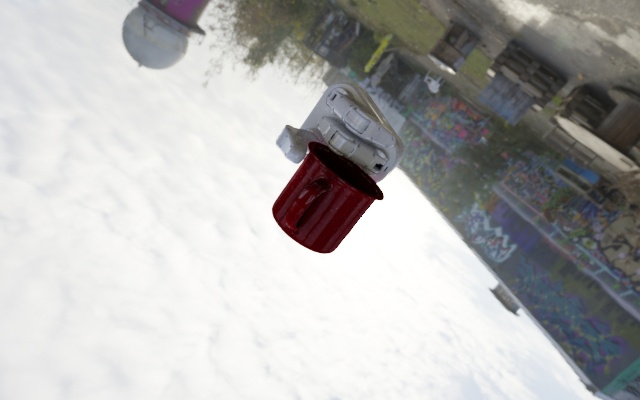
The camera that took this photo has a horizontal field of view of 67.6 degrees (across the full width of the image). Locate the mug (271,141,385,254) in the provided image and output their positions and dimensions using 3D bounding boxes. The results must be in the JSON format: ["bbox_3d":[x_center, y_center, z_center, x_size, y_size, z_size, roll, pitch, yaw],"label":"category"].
[{"bbox_3d":[0.000,0.002,0.473,0.093,0.081,0.117,40,18,9],"label":"mug"}]
